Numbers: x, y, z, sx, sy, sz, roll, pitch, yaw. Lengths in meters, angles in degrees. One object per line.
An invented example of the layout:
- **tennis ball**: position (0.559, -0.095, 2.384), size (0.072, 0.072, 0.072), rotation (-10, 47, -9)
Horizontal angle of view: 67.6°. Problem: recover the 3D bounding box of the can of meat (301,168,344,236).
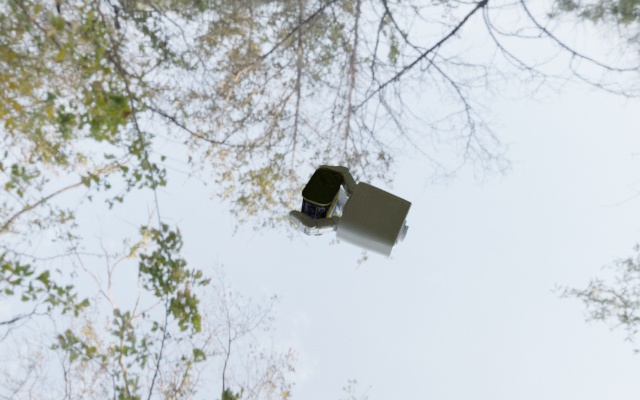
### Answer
- **can of meat**: position (0.000, 0.003, 0.885), size (0.057, 0.084, 0.102), rotation (19, 42, 10)
